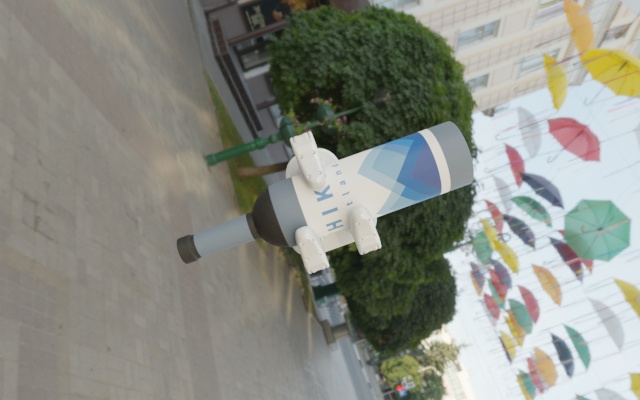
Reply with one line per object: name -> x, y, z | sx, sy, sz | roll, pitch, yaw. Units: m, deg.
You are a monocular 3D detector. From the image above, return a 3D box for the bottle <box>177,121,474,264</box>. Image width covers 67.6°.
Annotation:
bottle -> 0.000, 0.001, 0.478 | 0.296, 0.069, 0.069 | -20, 0, 0
